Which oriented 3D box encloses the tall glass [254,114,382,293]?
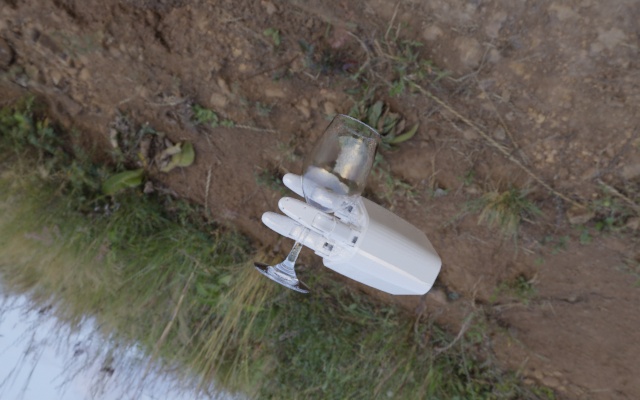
[{"bbox_3d":[0.000,0.002,0.560,0.079,0.201,0.079,27,-1,0],"label":"tall glass"}]
